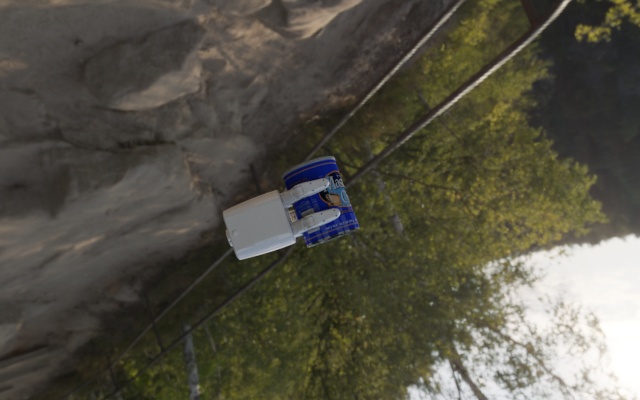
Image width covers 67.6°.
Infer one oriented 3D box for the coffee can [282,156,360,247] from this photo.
[{"bbox_3d":[0.000,0.003,0.869,0.103,0.140,0.103,-19,-7,-2],"label":"coffee can"}]
